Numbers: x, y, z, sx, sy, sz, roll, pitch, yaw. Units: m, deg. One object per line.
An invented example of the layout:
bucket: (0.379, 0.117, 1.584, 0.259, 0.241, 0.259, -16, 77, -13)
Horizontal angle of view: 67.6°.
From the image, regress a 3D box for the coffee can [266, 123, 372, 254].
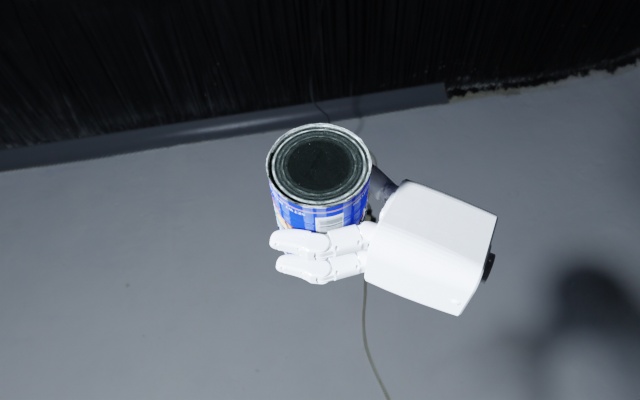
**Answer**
coffee can: (0.000, 0.002, 0.517, 0.103, 0.102, 0.140, 0, -33, 2)
